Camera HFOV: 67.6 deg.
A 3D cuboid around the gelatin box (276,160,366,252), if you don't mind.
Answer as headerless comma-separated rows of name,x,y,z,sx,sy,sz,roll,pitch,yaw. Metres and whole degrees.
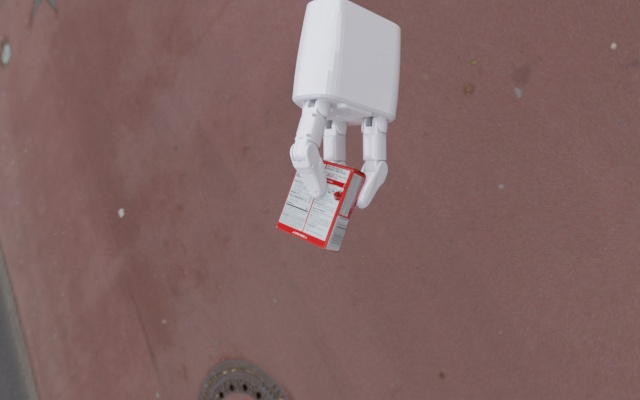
gelatin box,0.000,0.002,0.512,0.073,0.089,0.030,19,-1,38
